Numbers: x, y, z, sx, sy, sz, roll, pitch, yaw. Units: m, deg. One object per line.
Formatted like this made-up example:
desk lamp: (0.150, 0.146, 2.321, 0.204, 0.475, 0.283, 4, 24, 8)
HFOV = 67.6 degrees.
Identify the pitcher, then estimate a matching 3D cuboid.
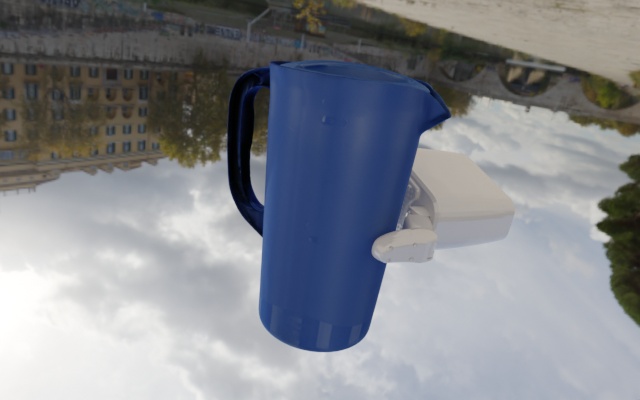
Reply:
pitcher: (0.000, 0.001, 0.424, 0.145, 0.243, 0.149, -1, 21, -27)
